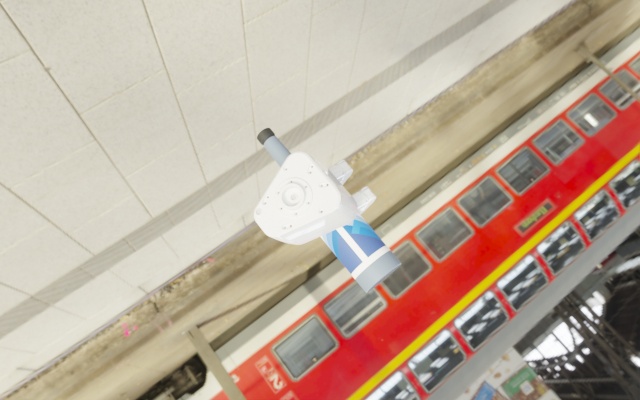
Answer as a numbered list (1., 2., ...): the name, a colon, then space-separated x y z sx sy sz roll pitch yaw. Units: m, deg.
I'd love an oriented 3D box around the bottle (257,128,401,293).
1. bottle: 0.000 0.003 0.723 0.069 0.295 0.069 -37 -15 -12
